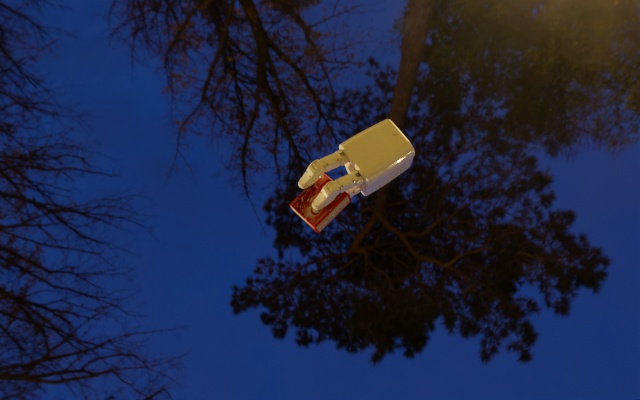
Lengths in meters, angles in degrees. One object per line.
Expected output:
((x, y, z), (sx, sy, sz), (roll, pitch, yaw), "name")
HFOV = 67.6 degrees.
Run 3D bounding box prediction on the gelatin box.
((0.000, 0.003, 0.873), (0.073, 0.089, 0.030), (42, -8, 28), "gelatin box")
